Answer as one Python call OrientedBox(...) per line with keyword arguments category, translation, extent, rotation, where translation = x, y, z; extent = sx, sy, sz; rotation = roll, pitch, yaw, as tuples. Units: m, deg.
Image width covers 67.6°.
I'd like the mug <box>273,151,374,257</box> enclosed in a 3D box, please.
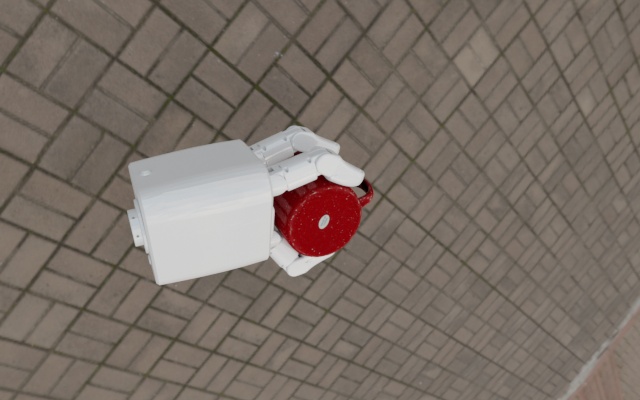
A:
OrientedBox(category="mug", translation=(0.001, 0.001, 0.493), extent=(0.117, 0.093, 0.081), rotation=(-15, 33, -20))
